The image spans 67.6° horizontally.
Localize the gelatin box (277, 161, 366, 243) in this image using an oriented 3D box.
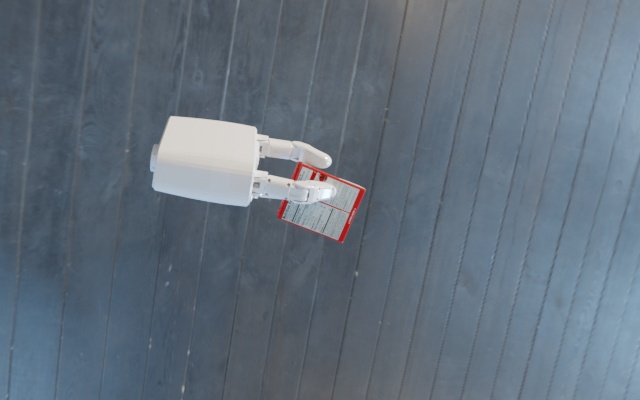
[{"bbox_3d":[0.000,0.002,0.587,0.089,0.073,0.030,21,6,-12],"label":"gelatin box"}]
